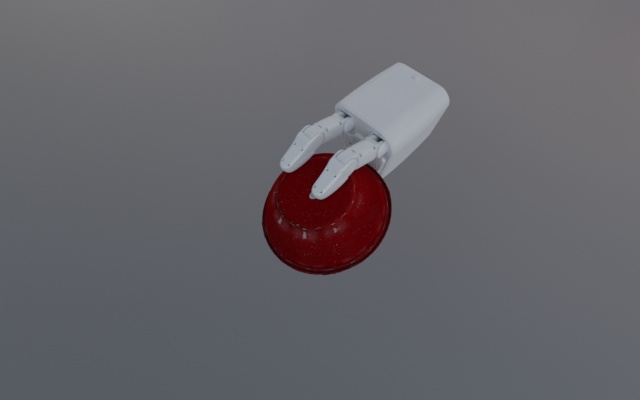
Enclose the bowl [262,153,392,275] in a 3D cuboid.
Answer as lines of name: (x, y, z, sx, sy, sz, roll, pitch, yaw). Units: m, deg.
bowl: (-0.001, 0.003, 0.558, 0.162, 0.162, 0.055, 0, -25, 15)
